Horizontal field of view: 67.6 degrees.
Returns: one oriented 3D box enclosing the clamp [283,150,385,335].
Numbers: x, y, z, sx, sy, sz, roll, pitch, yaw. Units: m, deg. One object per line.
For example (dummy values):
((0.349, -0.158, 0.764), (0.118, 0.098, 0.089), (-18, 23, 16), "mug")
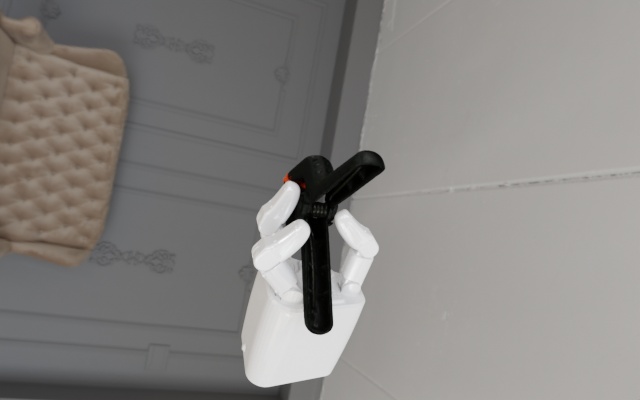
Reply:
((0.001, 0.002, 0.468), (0.036, 0.165, 0.210), (12, 23, -19), "clamp")
